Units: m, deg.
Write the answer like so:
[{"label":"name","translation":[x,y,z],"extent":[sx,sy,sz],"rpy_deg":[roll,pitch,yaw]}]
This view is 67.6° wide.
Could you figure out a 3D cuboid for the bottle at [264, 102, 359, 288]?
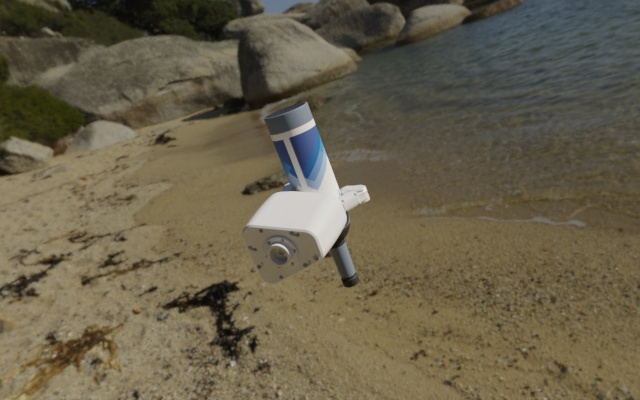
[{"label":"bottle","translation":[0.000,0.002,0.725],"extent":[0.069,0.296,0.069],"rpy_deg":[-19,18,6]}]
